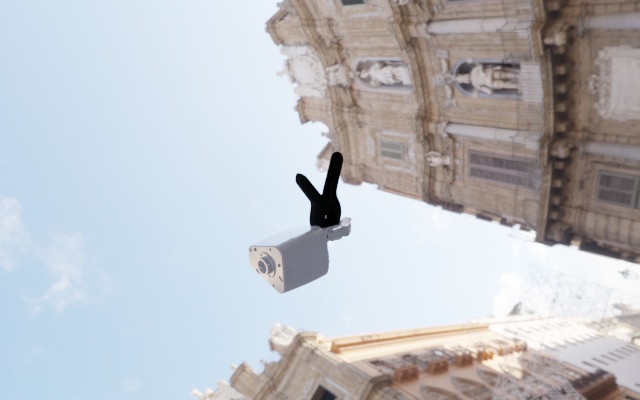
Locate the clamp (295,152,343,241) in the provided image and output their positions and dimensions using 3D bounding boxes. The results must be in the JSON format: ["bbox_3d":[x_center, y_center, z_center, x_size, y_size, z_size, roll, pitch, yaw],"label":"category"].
[{"bbox_3d":[0.000,0.003,0.886,0.120,0.171,0.039,-19,26,-40],"label":"clamp"}]
